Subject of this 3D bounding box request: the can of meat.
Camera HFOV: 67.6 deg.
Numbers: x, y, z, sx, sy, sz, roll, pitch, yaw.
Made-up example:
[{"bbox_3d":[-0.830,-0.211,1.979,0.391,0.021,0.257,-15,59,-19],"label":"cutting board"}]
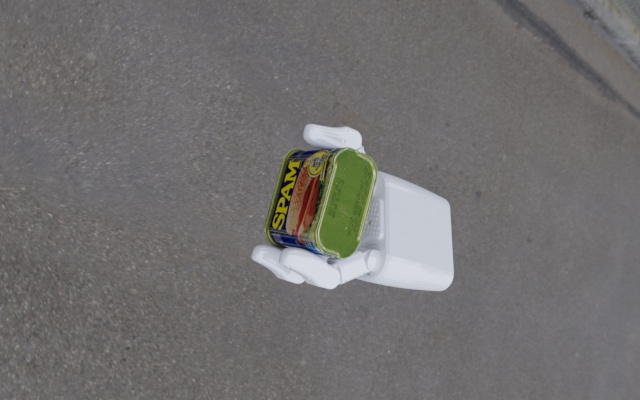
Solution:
[{"bbox_3d":[0.000,0.001,0.447,0.057,0.102,0.084,20,-10,-35],"label":"can of meat"}]
